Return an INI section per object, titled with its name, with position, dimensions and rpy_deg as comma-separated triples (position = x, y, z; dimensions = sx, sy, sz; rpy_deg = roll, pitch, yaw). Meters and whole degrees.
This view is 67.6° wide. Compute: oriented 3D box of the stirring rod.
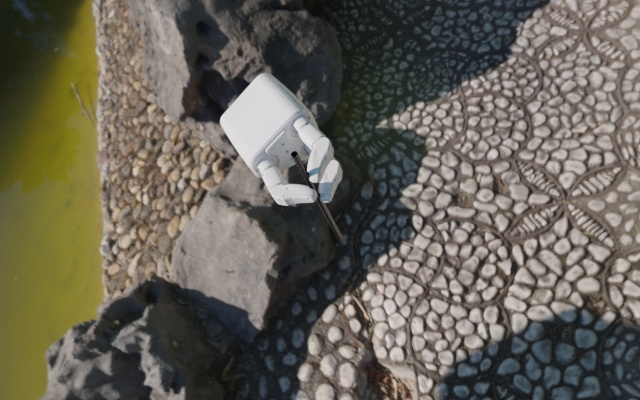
[stirring rod]
position = 0.000, 0.002, 0.651
dimensions = 0.011, 0.011, 0.240
rpy_deg = 0, -28, 16
